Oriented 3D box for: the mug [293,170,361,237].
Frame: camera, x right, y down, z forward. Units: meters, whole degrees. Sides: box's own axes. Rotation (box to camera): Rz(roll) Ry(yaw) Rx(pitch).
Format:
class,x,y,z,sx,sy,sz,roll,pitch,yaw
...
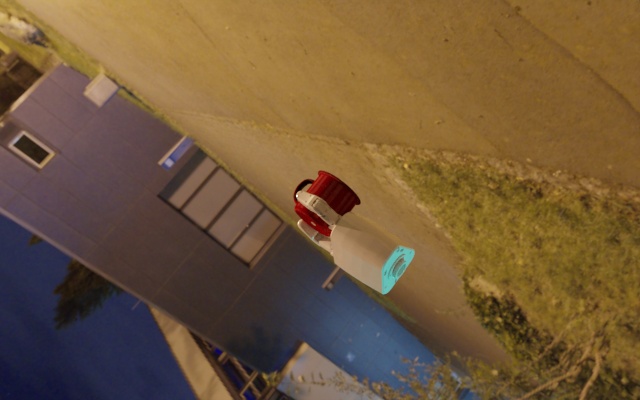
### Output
class,x,y,z,sx,sy,sz,roll,pitch,yaw
mug,-0.001,0.002,0.832,0.117,0.081,0.093,32,-13,30
